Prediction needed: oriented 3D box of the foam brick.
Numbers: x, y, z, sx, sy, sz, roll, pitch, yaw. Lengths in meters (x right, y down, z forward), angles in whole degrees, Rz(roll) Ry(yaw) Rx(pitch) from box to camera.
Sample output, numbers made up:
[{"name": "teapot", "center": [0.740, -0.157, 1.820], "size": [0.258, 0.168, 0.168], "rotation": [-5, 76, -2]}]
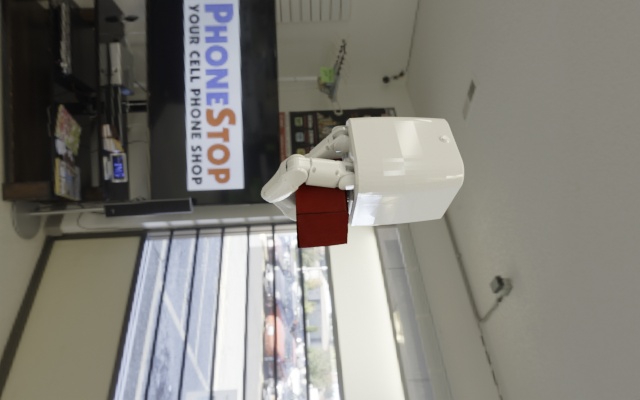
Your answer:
[{"name": "foam brick", "center": [0.000, 0.002, 0.486], "size": [0.051, 0.078, 0.053], "rotation": [-2, -42, -2]}]
